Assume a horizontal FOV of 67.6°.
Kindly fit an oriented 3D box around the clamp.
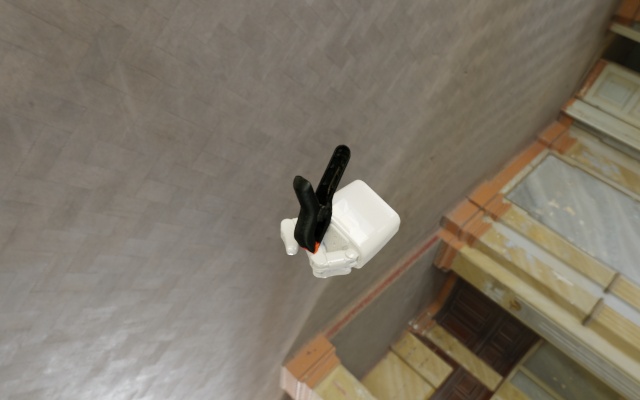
[{"bbox_3d":[0.001,0.003,0.687,0.039,0.172,0.120,34,52,23],"label":"clamp"}]
